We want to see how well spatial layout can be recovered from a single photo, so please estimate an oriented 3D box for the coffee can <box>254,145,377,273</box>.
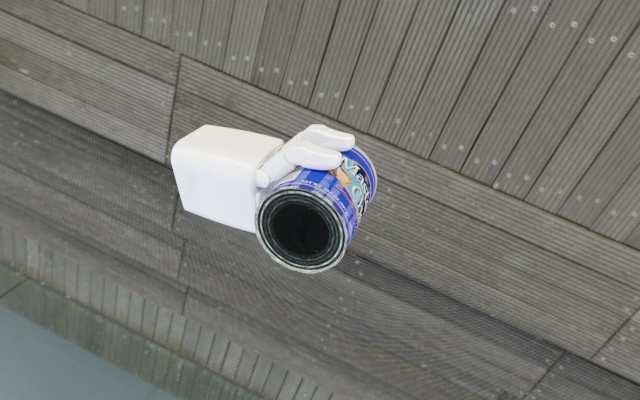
[{"bbox_3d":[0.000,0.002,0.548,0.103,0.103,0.140,0,26,20],"label":"coffee can"}]
